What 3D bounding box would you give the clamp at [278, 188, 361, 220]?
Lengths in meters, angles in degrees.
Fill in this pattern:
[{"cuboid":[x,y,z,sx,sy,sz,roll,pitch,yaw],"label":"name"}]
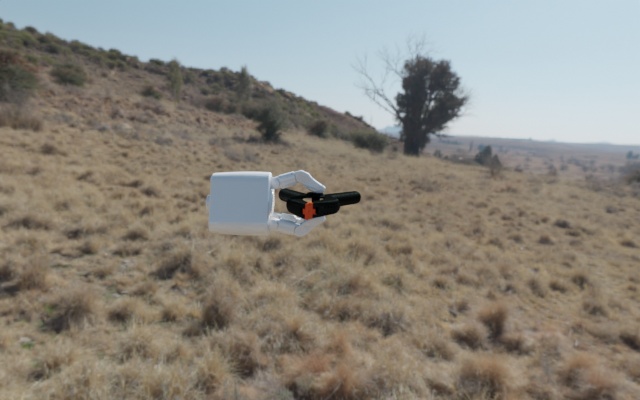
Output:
[{"cuboid":[0.000,0.002,0.873,0.164,0.036,0.210,0,8,-2],"label":"clamp"}]
